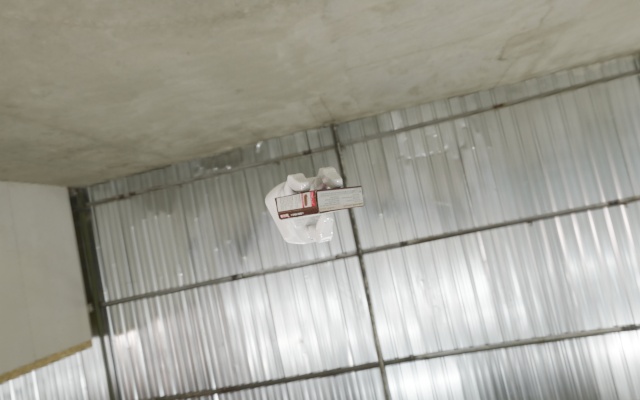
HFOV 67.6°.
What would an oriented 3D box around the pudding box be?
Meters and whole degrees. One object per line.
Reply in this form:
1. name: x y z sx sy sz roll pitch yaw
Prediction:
1. pudding box: 0.000 0.003 0.748 0.090 0.039 0.113 -11 -1 42
